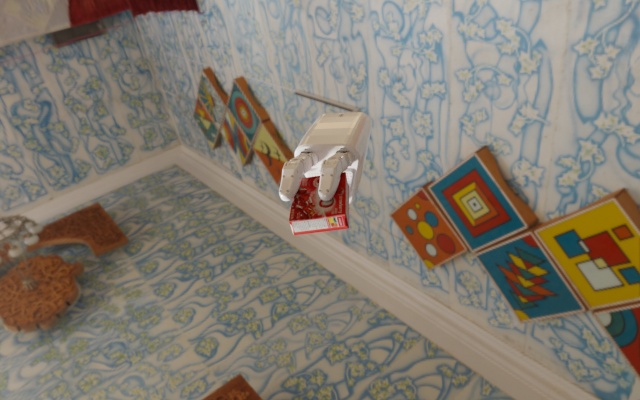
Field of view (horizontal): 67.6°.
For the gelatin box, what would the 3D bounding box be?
[{"bbox_3d":[0.000,0.003,0.630,0.073,0.030,0.089,-7,40,10],"label":"gelatin box"}]
